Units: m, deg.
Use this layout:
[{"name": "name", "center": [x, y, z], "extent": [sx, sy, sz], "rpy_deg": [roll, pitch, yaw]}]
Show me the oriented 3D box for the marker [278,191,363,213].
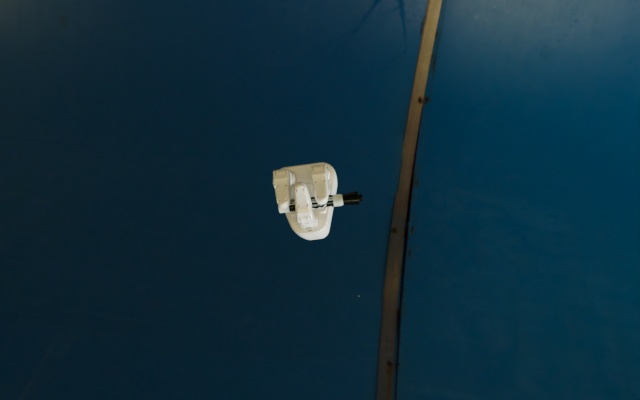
[{"name": "marker", "center": [0.000, 0.002, 0.684], "extent": [0.121, 0.020, 0.020], "rpy_deg": [-6, 0, 3]}]
